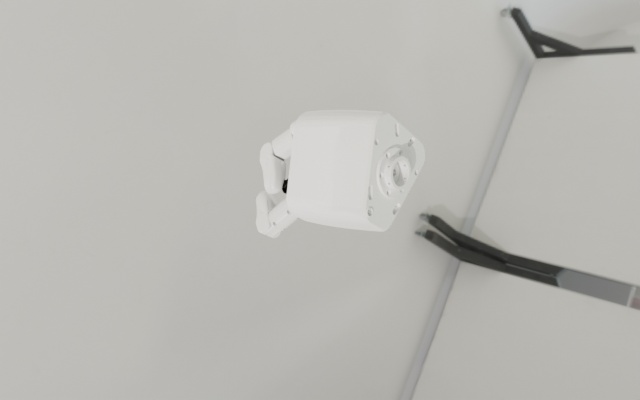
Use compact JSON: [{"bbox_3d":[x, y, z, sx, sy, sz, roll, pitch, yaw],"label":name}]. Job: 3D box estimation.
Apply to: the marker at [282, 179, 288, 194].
[{"bbox_3d":[0.000,0.002,0.558,0.020,0.020,0.121,0,-20,43],"label":"marker"}]
